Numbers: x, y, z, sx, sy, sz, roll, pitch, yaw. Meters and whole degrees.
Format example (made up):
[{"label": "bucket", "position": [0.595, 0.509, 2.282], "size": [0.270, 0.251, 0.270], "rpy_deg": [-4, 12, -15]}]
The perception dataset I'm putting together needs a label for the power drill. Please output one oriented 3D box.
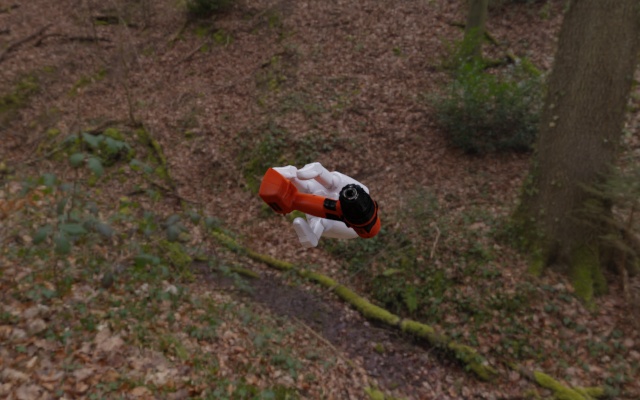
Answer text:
[{"label": "power drill", "position": [0.000, 0.002, 0.764], "size": [0.187, 0.057, 0.184], "rpy_deg": [17, -15, 19]}]
